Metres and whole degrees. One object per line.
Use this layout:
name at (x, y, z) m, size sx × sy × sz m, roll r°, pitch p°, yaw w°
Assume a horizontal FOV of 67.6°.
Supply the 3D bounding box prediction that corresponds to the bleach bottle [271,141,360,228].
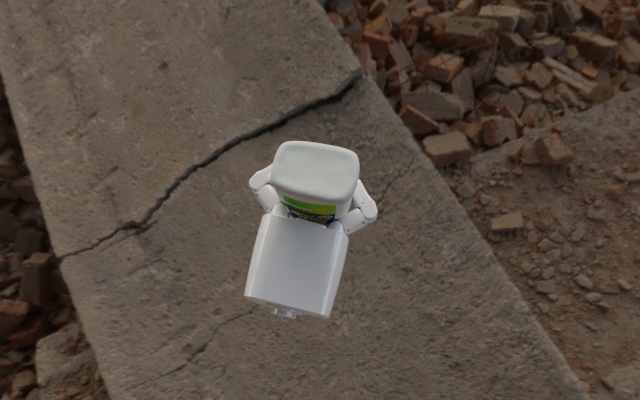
bleach bottle at (0.000, 0.002, 0.650) m, size 0.102 × 0.068 × 0.251 m, roll 12°, pitch -16°, yaw 8°
